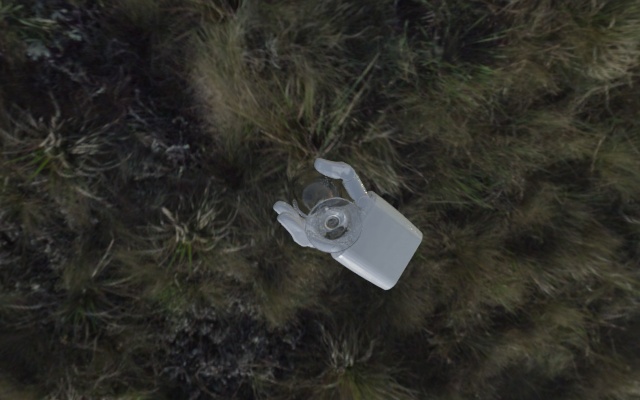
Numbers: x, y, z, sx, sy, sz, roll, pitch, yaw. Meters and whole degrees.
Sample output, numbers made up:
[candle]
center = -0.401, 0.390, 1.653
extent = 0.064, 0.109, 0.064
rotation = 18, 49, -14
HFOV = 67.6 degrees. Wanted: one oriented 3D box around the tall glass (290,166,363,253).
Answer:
[tall glass]
center = 0.000, 0.002, 0.691
extent = 0.079, 0.079, 0.201
rotation = 0, 18, -11
